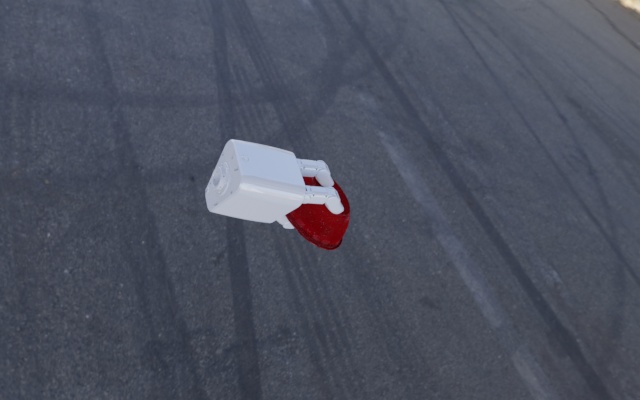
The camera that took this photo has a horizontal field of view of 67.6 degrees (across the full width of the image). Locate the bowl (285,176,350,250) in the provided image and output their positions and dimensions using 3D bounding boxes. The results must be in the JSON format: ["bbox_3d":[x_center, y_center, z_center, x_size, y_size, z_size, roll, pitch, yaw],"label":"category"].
[{"bbox_3d":[0.001,0.003,0.816,0.055,0.162,0.162,-38,-19,25],"label":"bowl"}]
